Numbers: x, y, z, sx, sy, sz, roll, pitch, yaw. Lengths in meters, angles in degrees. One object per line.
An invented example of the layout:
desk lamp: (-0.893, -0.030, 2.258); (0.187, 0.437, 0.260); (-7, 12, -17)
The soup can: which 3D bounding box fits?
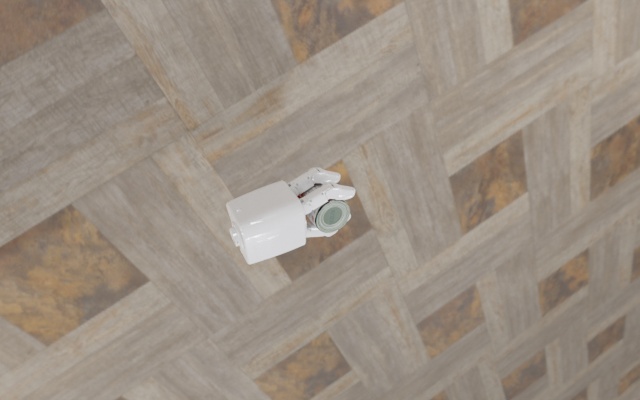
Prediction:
soup can: (0.001, 0.003, 0.846); (0.068, 0.068, 0.102); (0, 30, -29)
